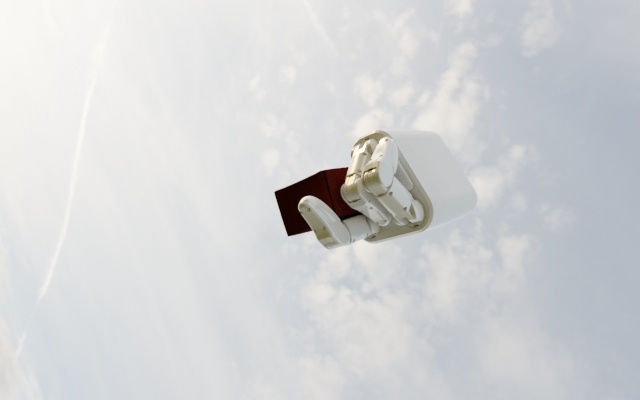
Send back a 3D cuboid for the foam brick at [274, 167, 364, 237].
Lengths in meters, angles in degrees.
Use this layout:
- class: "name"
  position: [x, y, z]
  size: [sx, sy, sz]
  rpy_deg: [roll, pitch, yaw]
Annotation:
- class: "foam brick"
  position: [0.000, 0.002, 0.499]
  size: [0.051, 0.053, 0.078]
  rpy_deg: [-11, -7, -46]
